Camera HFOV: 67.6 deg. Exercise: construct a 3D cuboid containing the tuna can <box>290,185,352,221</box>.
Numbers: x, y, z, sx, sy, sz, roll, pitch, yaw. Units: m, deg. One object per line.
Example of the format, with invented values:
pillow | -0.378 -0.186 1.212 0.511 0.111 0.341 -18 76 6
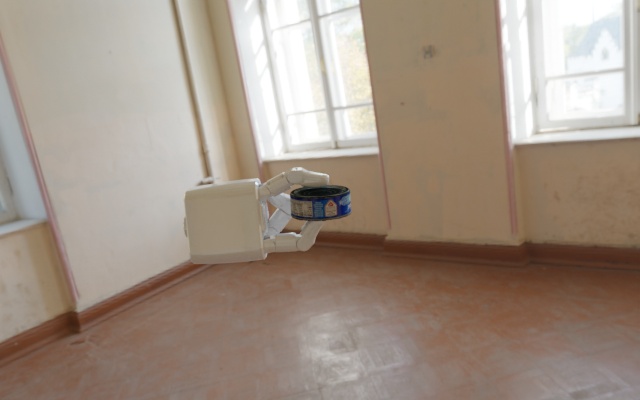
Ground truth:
tuna can | 0.000 0.002 0.668 0.086 0.034 0.086 -3 12 1
